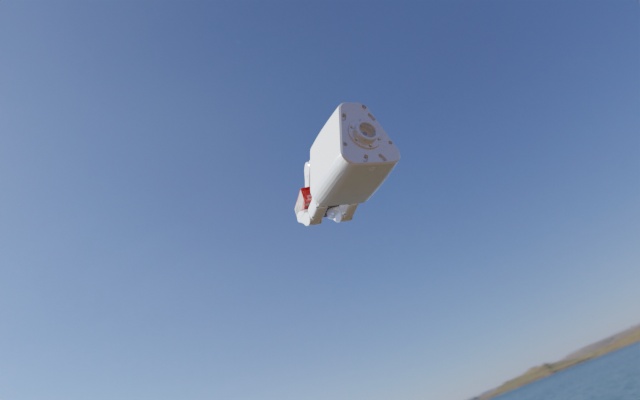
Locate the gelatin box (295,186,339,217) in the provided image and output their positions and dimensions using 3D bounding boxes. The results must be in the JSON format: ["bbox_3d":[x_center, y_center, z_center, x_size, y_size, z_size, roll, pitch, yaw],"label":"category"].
[{"bbox_3d":[0.000,0.002,0.788,0.073,0.030,0.089,-11,-21,-15],"label":"gelatin box"}]
